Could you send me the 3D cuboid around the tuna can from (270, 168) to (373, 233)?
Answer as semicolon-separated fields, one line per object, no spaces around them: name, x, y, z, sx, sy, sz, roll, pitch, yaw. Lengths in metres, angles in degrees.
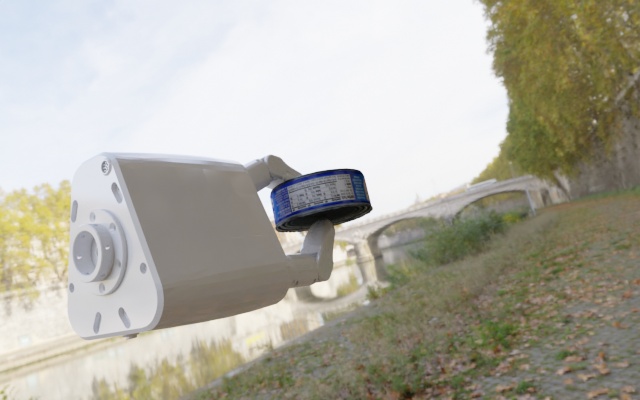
tuna can;0.000;0.001;0.413;0.086;0.033;0.086;-12;-12;-3
